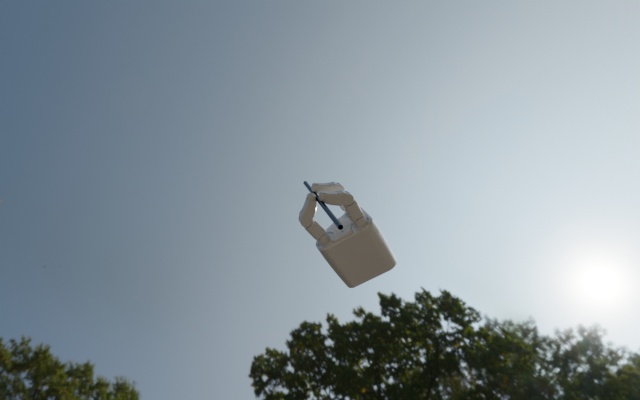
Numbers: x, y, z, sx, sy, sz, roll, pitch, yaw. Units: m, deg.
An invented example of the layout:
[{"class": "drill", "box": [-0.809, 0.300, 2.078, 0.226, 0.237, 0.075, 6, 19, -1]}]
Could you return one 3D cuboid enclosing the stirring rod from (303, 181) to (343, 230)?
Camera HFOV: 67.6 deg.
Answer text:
[{"class": "stirring rod", "box": [0.000, 0.003, 0.806, 0.011, 0.011, 0.239, 0, 18, -15]}]
